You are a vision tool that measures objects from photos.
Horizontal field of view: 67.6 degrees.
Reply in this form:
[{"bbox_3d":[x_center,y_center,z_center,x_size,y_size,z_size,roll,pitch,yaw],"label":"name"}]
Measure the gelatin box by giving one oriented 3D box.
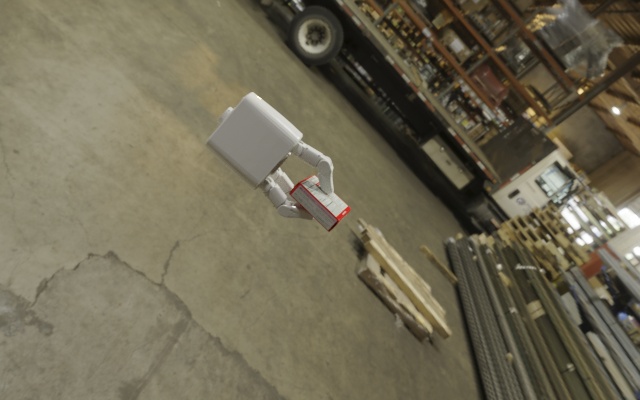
[{"bbox_3d":[0.001,0.002,0.767,0.089,0.030,0.073,43,22,4],"label":"gelatin box"}]
